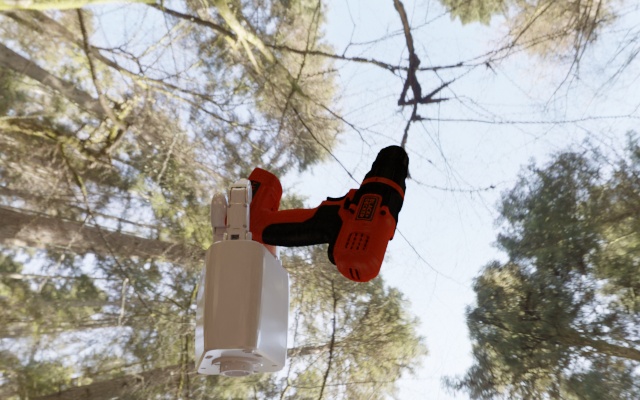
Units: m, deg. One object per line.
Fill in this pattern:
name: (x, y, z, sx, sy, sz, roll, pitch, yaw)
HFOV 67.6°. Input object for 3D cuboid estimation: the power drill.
power drill: (0.000, 0.002, 0.542, 0.187, 0.057, 0.184, 2, 45, 25)
